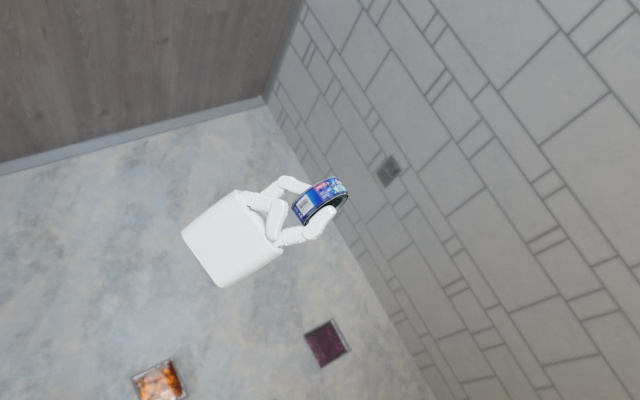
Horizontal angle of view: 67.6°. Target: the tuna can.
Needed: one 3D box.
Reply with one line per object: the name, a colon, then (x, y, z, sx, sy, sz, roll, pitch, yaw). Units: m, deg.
tuna can: (0.000, 0.003, 0.724, 0.086, 0.033, 0.086, -32, -16, -10)
